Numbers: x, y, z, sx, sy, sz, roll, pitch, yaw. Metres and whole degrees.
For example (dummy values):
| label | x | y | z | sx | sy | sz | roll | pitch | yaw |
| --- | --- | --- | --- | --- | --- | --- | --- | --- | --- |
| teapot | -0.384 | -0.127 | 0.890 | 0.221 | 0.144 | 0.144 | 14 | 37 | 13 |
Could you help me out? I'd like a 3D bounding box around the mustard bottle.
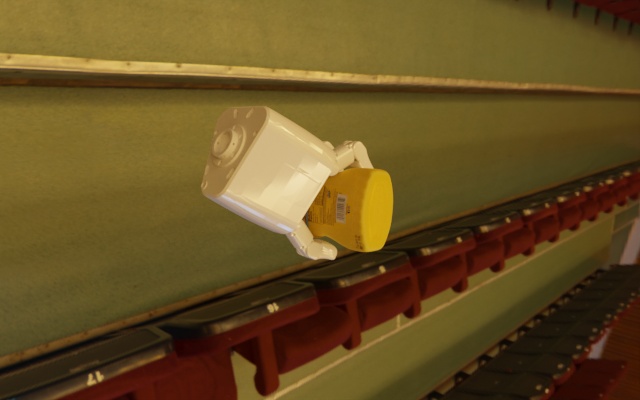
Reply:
| label | x | y | z | sx | sy | sz | roll | pitch | yaw |
| --- | --- | --- | --- | --- | --- | --- | --- | --- | --- |
| mustard bottle | 0.001 | 0.002 | 0.608 | 0.058 | 0.096 | 0.191 | -3 | 9 | -44 |
